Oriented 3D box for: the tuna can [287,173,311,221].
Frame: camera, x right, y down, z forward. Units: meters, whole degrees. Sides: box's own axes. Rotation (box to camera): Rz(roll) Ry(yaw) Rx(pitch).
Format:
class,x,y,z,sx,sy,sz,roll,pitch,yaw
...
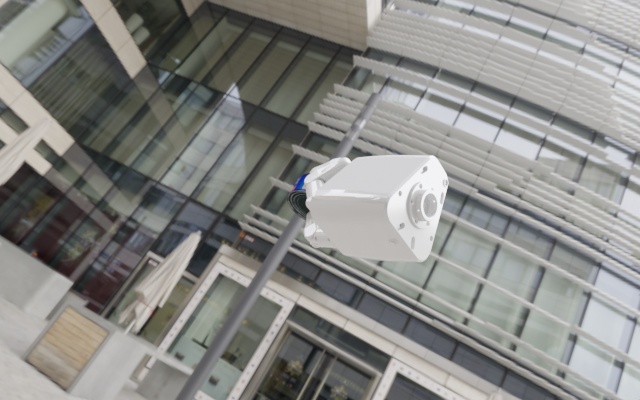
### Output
class,x,y,z,sx,sy,sz,roll,pitch,yaw
tuna can,0.000,0.002,0.645,0.086,0.033,0.086,22,-27,12
